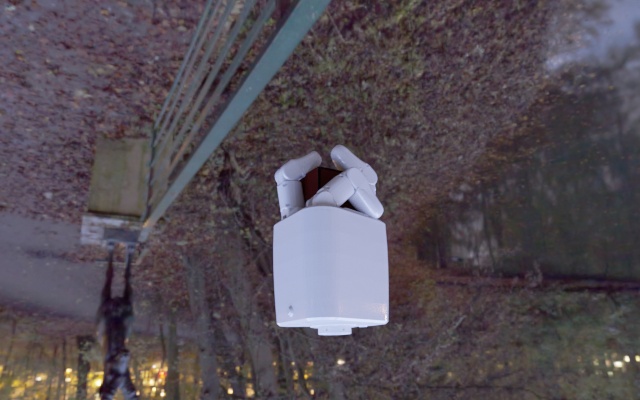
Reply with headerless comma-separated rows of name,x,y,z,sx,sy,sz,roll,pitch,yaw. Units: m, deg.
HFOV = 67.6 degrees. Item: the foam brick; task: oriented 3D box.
foam brick,0.000,0.002,0.533,0.053,0.051,0.078,9,-21,-29
